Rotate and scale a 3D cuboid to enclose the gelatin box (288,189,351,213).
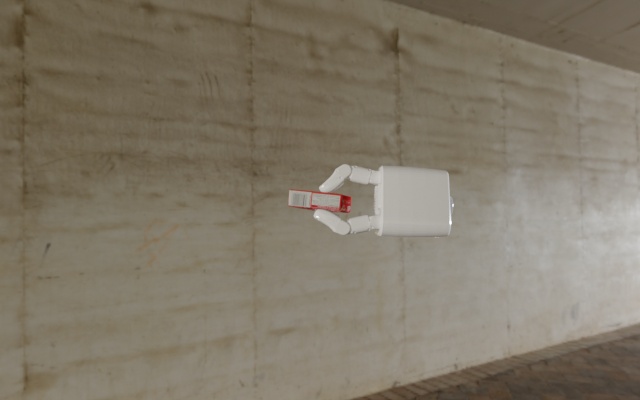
[{"bbox_3d":[0.000,0.002,0.771,0.089,0.030,0.073,6,-2,14],"label":"gelatin box"}]
